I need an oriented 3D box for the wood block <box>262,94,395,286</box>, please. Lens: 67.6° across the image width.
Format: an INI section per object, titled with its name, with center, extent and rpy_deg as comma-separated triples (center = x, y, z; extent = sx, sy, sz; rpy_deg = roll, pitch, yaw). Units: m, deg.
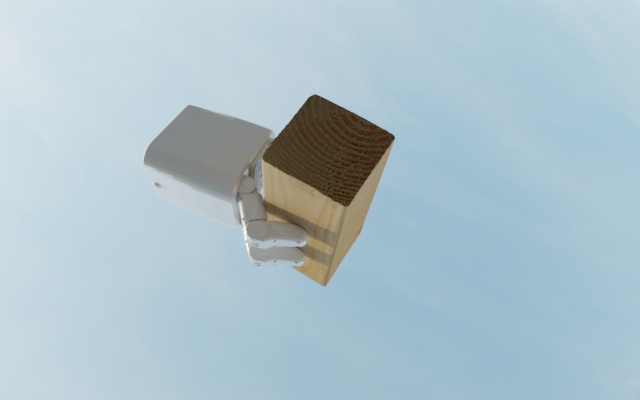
[wood block]
center = 0.000, 0.001, 0.505
extent = 0.090, 0.090, 0.206
rpy_deg = 30, -27, 10
